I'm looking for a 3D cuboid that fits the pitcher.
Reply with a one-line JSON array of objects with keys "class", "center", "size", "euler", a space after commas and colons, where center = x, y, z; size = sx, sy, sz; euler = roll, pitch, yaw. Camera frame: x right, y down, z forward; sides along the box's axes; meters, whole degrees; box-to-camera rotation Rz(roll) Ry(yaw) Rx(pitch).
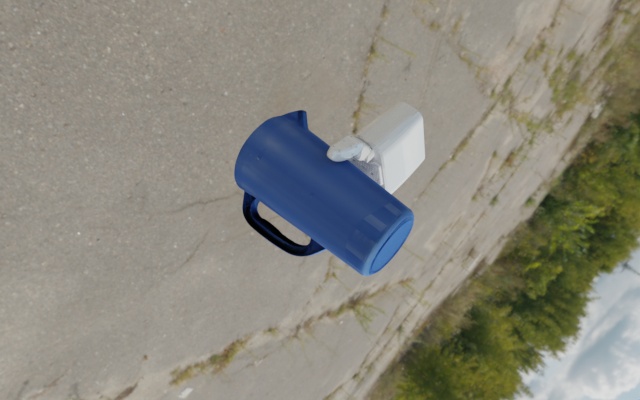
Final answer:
[{"class": "pitcher", "center": [0.000, 0.002, 0.672], "size": [0.242, 0.149, 0.145], "euler": [38, 60, 23]}]
